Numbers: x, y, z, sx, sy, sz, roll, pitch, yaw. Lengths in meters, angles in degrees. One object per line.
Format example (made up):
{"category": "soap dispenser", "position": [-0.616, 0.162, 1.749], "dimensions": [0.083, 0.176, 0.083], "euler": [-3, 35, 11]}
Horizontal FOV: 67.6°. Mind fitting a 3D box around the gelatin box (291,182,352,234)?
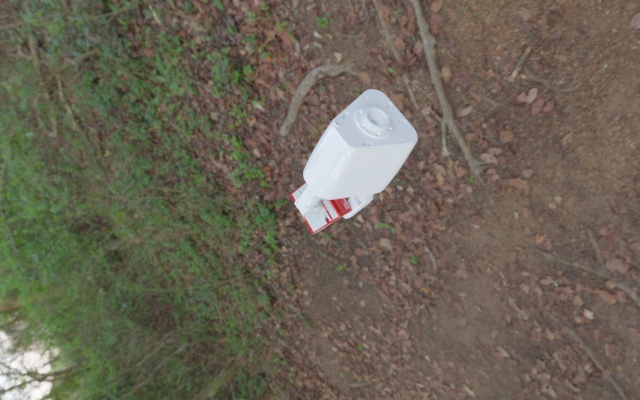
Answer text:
{"category": "gelatin box", "position": [0.000, 0.003, 0.726], "dimensions": [0.030, 0.073, 0.089], "euler": [-28, -5, -36]}
